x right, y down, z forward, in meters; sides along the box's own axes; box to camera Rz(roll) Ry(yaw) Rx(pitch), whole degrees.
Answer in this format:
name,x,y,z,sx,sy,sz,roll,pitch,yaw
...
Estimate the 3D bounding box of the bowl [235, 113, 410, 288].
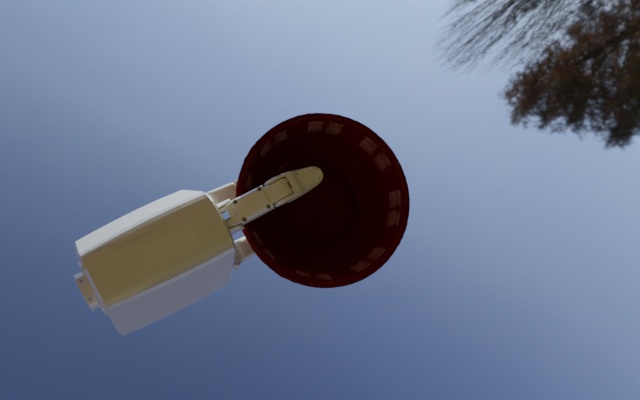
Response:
name,x,y,z,sx,sy,sz,roll,pitch,yaw
bowl,0.001,0.001,0.459,0.162,0.162,0.055,0,-8,-11
